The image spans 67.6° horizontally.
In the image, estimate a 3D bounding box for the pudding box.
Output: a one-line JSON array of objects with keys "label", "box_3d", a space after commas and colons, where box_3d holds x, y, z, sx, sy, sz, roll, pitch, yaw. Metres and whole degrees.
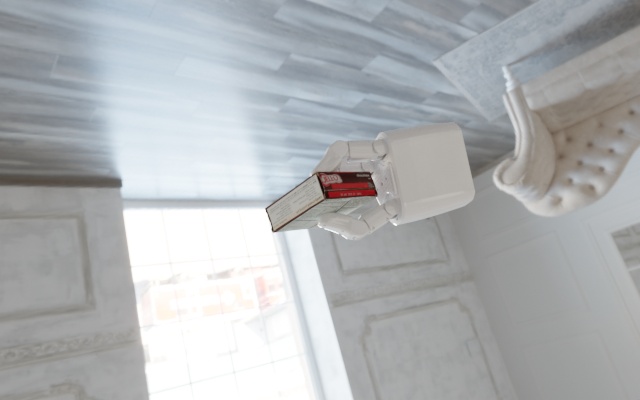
[{"label": "pudding box", "box_3d": [0.000, 0.002, 0.587, 0.090, 0.039, 0.113, -2, -23, -42]}]
